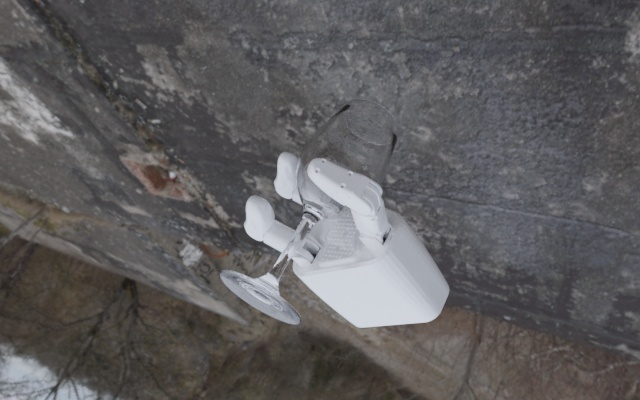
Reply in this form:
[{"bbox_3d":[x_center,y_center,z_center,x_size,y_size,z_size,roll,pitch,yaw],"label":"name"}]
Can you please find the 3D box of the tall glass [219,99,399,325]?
[{"bbox_3d":[0.000,0.002,0.416,0.079,0.201,0.079,25,-26,14],"label":"tall glass"}]
